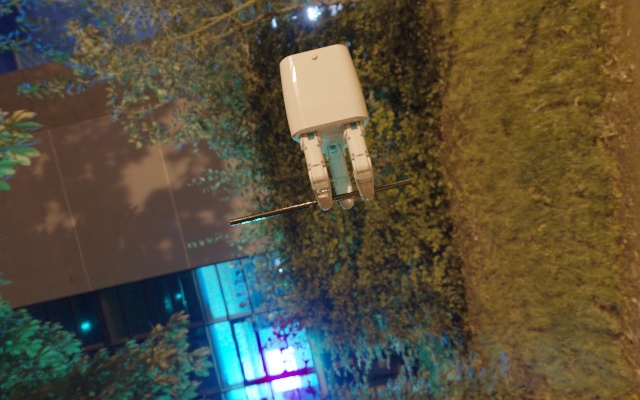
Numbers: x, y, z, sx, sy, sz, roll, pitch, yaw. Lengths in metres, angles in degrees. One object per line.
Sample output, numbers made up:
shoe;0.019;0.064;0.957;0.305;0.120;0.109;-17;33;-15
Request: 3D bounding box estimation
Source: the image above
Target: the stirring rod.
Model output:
stirring rod;0.000;0.002;0.619;0.239;0.011;0.011;-13;-1;2
